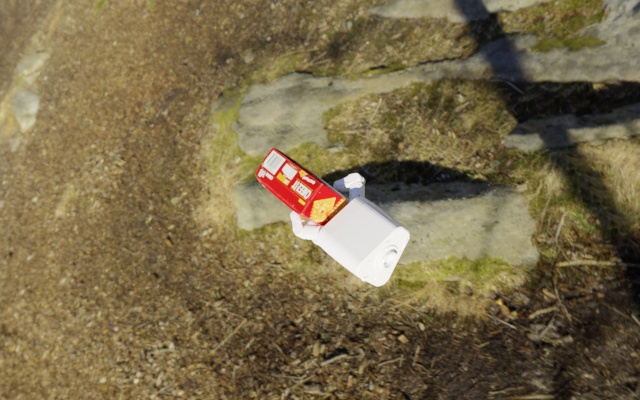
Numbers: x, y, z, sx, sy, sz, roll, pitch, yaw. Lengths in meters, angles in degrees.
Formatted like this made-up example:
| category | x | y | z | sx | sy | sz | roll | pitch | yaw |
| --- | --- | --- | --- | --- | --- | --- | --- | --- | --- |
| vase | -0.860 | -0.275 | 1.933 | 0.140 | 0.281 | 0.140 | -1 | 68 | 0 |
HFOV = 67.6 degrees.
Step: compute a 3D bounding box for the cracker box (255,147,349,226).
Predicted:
| category | x | y | z | sx | sy | sz | roll | pitch | yaw |
| --- | --- | --- | --- | --- | --- | --- | --- | --- | --- |
| cracker box | 0.000 | 0.003 | 0.897 | 0.164 | 0.072 | 0.214 | 37 | 3 | 43 |
